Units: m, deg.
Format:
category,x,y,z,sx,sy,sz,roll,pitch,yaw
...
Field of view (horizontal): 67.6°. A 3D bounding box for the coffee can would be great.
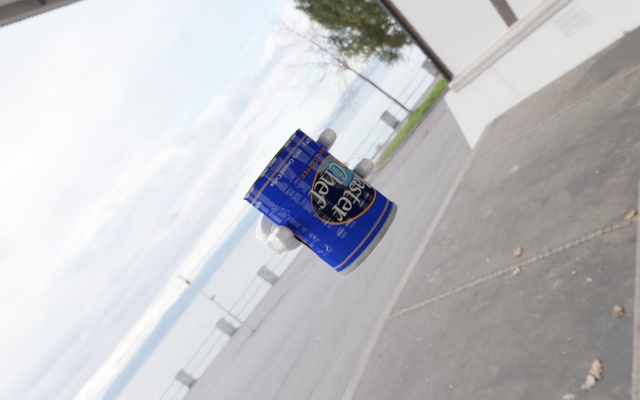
category,x,y,z,sx,sy,sz,roll,pitch,yaw
coffee can,0.000,0.002,0.537,0.140,0.103,0.103,38,-4,-4
